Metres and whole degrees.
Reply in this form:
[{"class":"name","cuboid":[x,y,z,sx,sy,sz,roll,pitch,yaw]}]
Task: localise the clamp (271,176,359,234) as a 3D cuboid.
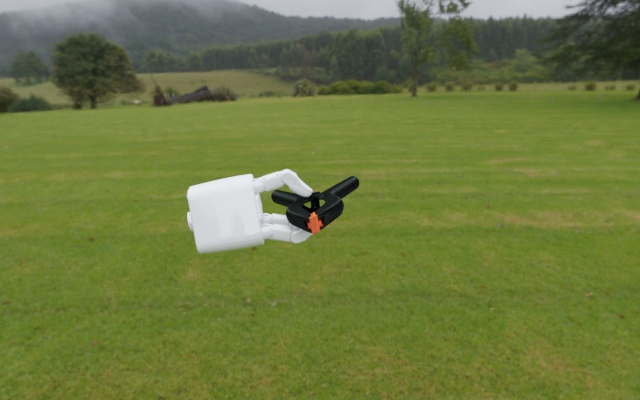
[{"class":"clamp","cuboid":[0.000,0.002,0.804,0.164,0.036,0.210,-13,17,-3]}]
